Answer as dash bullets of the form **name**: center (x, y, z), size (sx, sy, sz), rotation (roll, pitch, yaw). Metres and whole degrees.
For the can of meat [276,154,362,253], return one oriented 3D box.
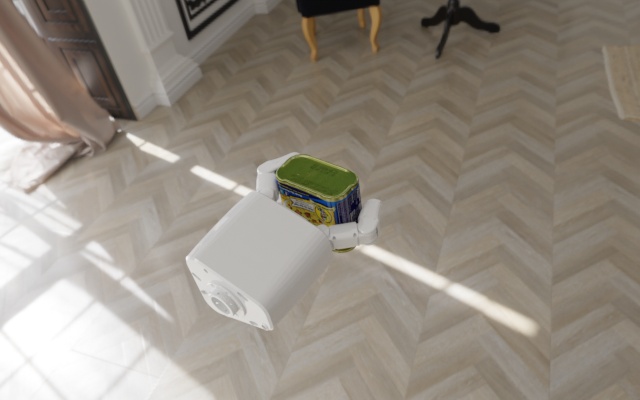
- **can of meat**: center (0.000, 0.002, 0.554), size (0.102, 0.084, 0.057), rotation (22, 51, 31)
